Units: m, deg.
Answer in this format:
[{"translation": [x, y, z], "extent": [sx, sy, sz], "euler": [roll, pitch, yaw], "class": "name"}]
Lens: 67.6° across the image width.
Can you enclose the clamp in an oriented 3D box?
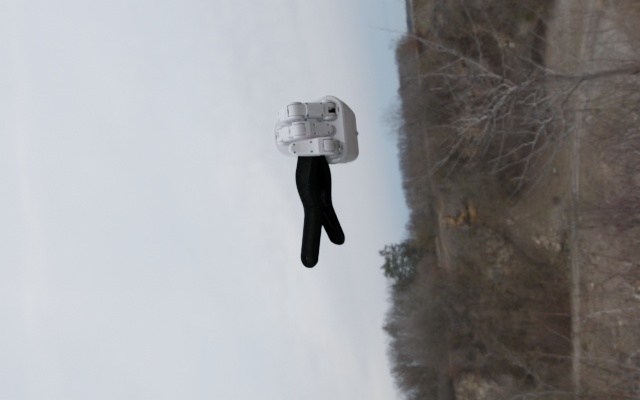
[{"translation": [-0.001, 0.002, 0.680], "extent": [0.039, 0.171, 0.120], "euler": [-1, 3, 19], "class": "clamp"}]
